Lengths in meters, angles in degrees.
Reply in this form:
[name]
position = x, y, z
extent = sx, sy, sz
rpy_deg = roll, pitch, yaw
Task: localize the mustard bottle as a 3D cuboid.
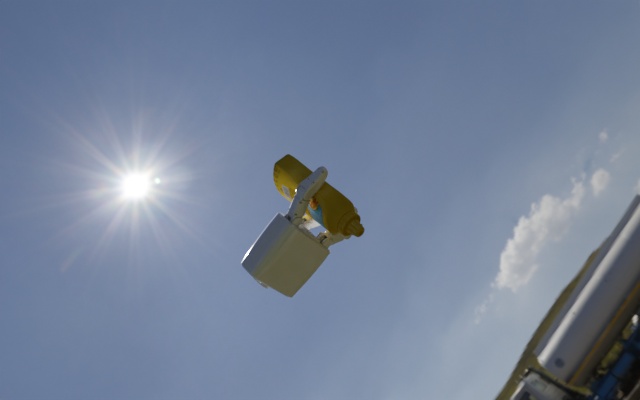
[mustard bottle]
position = 0.000, 0.002, 0.799
extent = 0.058, 0.096, 0.191
rpy_deg = -37, 53, -20
